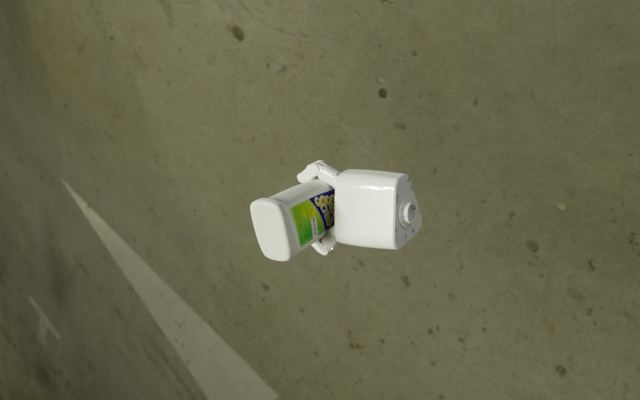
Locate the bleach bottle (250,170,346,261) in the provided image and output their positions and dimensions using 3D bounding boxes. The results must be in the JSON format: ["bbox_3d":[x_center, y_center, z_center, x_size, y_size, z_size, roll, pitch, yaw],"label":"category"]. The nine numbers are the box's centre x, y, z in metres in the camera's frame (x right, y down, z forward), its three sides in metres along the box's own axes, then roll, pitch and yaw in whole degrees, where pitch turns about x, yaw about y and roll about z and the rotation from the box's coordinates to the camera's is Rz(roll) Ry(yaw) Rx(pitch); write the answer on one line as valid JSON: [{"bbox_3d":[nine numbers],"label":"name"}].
[{"bbox_3d":[0.000,0.003,0.790,0.068,0.102,0.250,4,24,39],"label":"bleach bottle"}]
